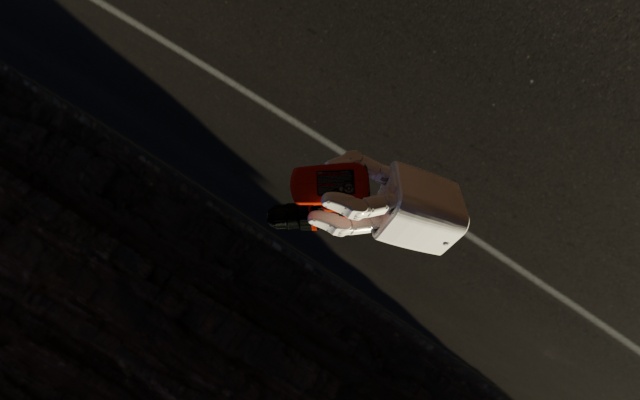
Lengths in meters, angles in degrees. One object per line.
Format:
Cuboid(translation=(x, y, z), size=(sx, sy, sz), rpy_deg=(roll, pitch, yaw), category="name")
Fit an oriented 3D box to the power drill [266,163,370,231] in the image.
Cuboid(translation=(0.000, 0.002, 0.717), size=(0.184, 0.057, 0.188), rpy_deg=(-5, -15, 1), category="power drill")
